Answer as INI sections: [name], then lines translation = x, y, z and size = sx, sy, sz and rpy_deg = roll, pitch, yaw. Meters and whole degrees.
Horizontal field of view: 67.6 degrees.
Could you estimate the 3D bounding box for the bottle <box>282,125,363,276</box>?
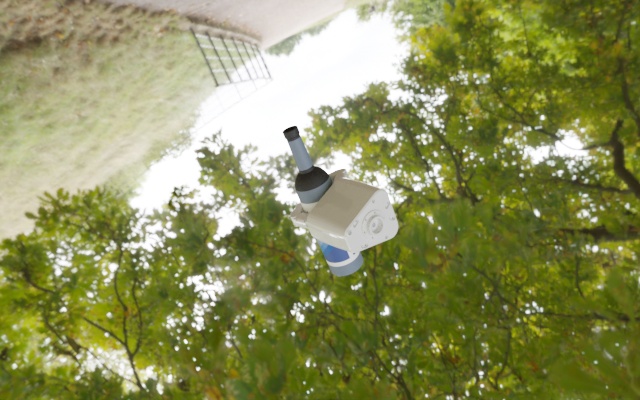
[bottle]
translation = 0.000, 0.003, 0.858
size = 0.069, 0.296, 0.069
rpy_deg = -18, 26, 9
